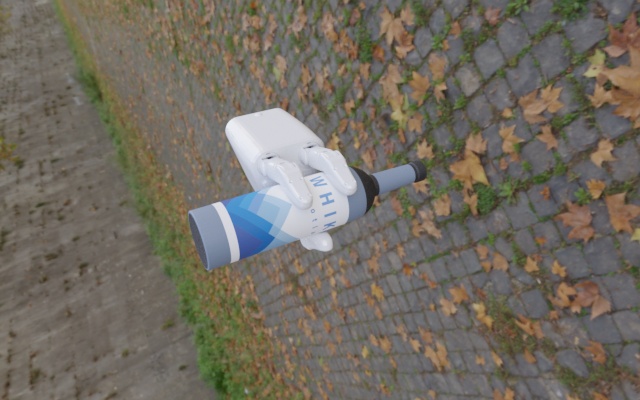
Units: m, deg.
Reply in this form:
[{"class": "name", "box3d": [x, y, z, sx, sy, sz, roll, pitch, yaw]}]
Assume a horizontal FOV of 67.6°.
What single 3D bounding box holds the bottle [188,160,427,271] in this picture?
[{"class": "bottle", "box3d": [0.000, 0.002, 0.561, 0.295, 0.069, 0.069, -18, 7, -23]}]
